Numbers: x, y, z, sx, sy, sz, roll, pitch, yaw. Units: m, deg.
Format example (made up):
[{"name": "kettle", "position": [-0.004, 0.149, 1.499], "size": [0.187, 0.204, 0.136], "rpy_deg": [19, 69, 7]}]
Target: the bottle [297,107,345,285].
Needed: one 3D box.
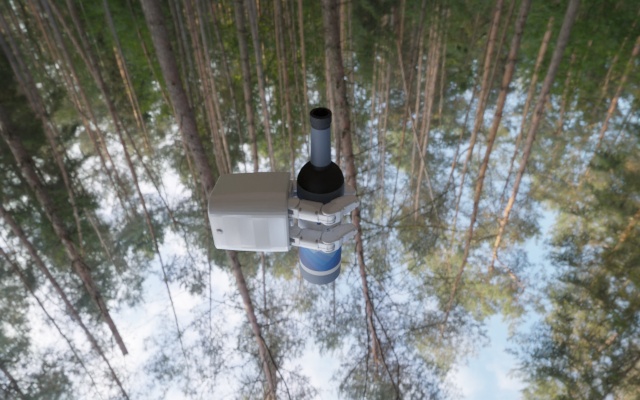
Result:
[{"name": "bottle", "position": [0.000, 0.002, 0.682], "size": [0.069, 0.296, 0.069], "rpy_deg": [0, 42, 0]}]
